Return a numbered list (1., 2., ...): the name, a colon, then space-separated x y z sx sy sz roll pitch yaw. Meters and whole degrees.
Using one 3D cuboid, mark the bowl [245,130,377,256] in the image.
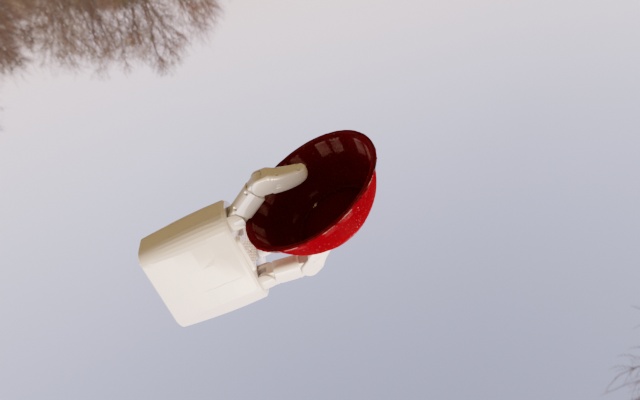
1. bowl: 0.001 0.001 0.502 0.162 0.162 0.055 0 -38 45
